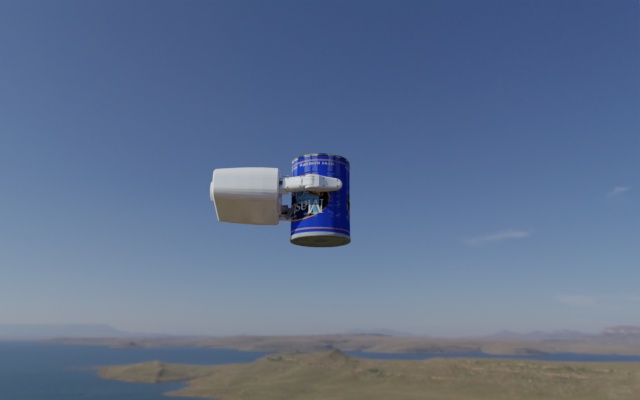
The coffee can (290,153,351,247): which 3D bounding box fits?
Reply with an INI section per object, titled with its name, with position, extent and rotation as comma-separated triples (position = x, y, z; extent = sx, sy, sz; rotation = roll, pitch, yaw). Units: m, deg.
[coffee can]
position = 0.000, 0.003, 0.819
extent = 0.103, 0.140, 0.103
rotation = 0, -16, 0
